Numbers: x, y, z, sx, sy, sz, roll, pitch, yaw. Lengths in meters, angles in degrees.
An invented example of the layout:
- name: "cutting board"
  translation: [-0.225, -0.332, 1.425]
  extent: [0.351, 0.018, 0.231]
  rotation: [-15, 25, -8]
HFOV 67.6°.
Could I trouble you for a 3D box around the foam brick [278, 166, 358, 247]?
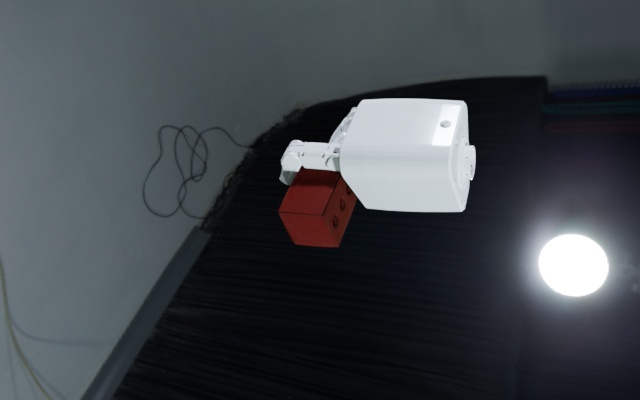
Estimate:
- name: "foam brick"
  translation: [0.000, 0.002, 0.489]
  extent: [0.051, 0.078, 0.053]
  rotation: [5, -39, 25]
